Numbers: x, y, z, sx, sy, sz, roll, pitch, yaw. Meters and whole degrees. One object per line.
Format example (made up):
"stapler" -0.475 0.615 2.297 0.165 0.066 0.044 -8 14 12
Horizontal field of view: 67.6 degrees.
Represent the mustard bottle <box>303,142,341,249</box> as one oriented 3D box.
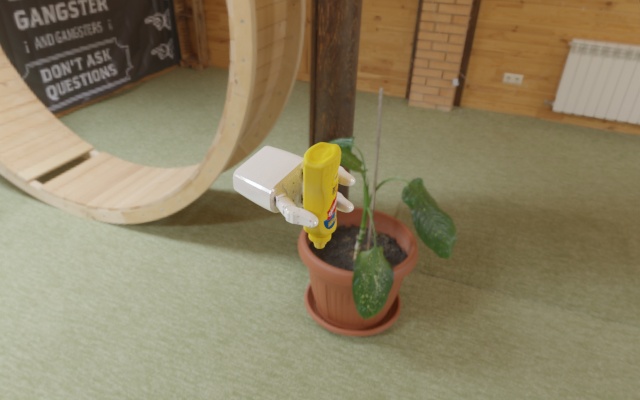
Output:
"mustard bottle" 0.000 0.003 0.834 0.058 0.192 0.096 10 32 12
